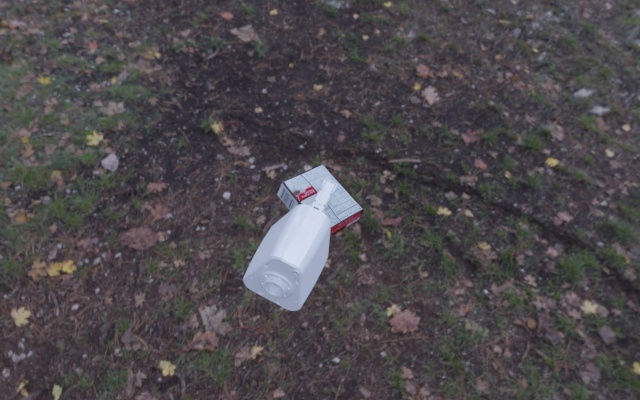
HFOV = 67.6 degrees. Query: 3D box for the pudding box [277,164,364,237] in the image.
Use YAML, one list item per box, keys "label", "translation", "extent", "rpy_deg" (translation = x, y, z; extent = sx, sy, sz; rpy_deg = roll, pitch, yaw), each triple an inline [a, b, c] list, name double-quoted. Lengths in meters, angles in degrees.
- label: "pudding box"
  translation: [0.000, 0.002, 0.769]
  extent: [0.090, 0.113, 0.039]
  rpy_deg: [-27, -23, -35]
